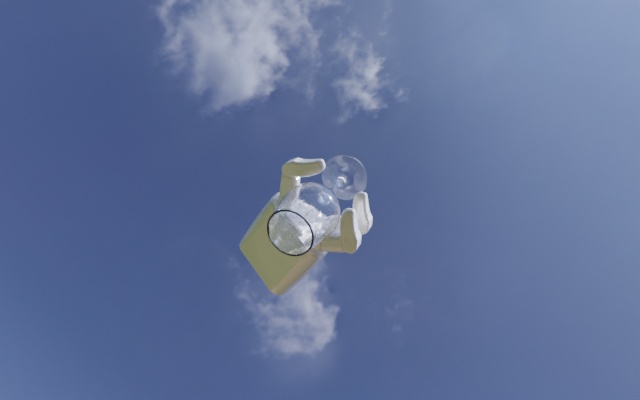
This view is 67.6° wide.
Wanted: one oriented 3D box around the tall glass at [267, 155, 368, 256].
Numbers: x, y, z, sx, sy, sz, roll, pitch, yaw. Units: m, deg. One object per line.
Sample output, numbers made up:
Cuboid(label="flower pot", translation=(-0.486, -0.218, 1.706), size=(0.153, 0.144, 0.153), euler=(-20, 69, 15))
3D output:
Cuboid(label="tall glass", translation=(0.000, 0.002, 0.652), size=(0.079, 0.079, 0.201), euler=(0, 22, 24))
